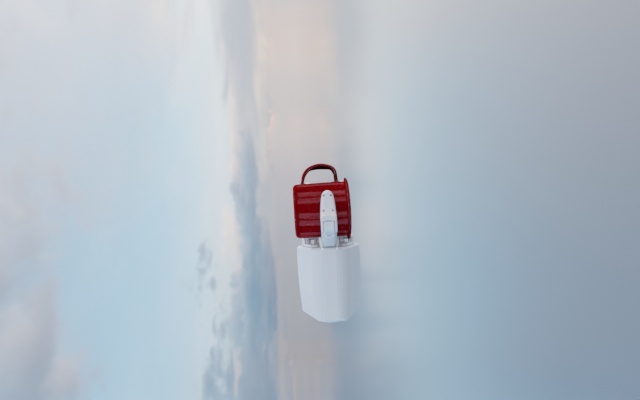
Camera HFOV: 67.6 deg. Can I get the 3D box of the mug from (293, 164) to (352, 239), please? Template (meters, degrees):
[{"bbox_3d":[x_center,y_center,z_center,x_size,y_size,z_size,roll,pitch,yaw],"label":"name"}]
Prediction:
[{"bbox_3d":[0.000,0.001,0.718,0.081,0.117,0.093,-4,-4,-3],"label":"mug"}]
